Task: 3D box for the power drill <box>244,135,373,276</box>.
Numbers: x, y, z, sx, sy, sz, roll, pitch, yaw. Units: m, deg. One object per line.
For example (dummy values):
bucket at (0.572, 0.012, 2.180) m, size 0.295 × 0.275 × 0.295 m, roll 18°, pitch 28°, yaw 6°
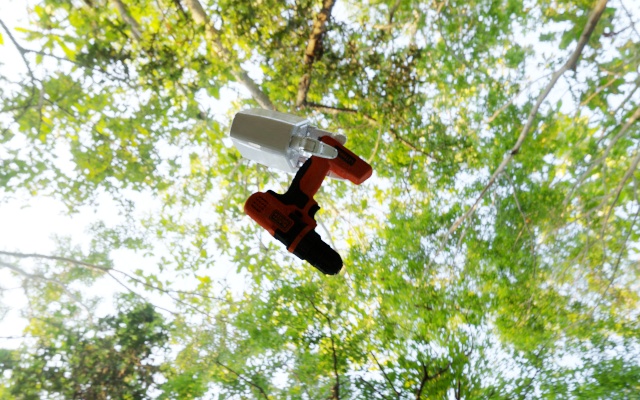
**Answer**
power drill at (0.000, 0.002, 0.760) m, size 0.184 × 0.187 × 0.057 m, roll 38°, pitch -17°, yaw 8°
